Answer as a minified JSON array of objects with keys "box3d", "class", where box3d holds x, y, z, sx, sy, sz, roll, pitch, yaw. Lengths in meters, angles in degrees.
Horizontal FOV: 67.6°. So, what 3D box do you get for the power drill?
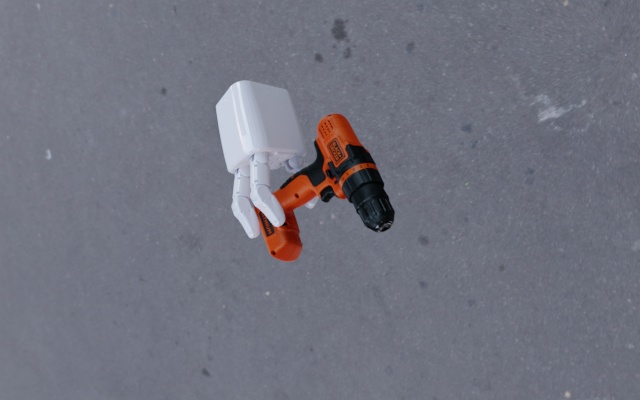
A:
[{"box3d":[0.000,0.002,0.642,0.188,0.184,0.057,-40,-37,25],"class":"power drill"}]
